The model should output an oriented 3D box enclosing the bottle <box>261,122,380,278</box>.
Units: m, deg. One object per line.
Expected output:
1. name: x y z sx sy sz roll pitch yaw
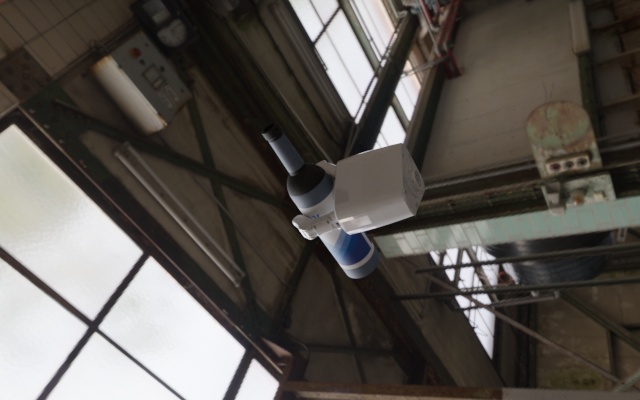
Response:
1. bottle: 0.000 0.003 0.746 0.069 0.296 0.069 -25 31 16
